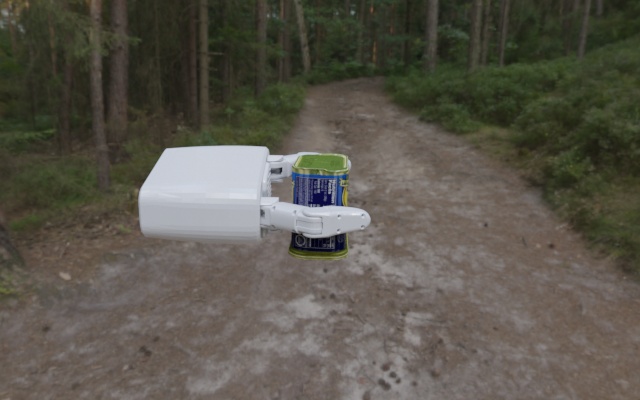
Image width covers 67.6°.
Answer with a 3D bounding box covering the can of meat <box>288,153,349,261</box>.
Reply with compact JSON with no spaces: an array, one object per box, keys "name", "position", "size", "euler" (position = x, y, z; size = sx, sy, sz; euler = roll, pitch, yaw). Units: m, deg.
[{"name":"can of meat","position":[0.000,0.001,0.469],"size":[0.057,0.084,0.102],"euler":[2,14,2]}]
